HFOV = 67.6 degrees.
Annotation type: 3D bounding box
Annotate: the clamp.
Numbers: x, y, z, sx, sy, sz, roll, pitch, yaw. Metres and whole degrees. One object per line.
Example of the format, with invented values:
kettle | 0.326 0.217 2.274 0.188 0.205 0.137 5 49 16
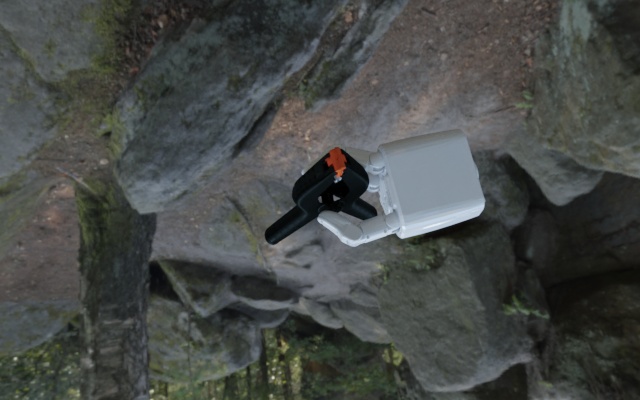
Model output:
clamp | 0.001 0.002 0.601 0.164 0.036 0.210 -16 -23 -5
